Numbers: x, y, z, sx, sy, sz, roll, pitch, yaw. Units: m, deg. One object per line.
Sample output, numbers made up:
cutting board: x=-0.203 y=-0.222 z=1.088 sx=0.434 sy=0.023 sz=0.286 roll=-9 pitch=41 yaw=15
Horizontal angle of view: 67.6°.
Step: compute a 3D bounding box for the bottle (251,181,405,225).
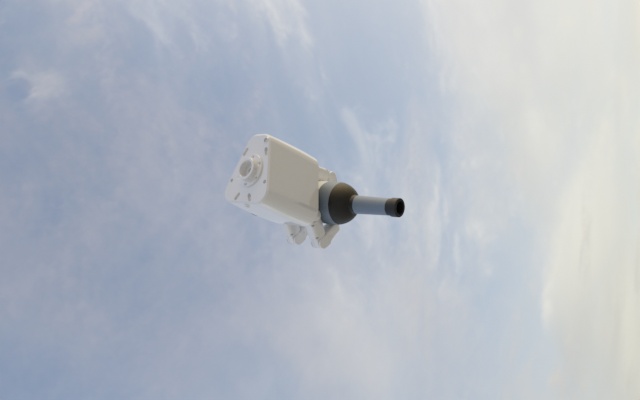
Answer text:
bottle: x=0.000 y=0.002 z=0.758 sx=0.295 sy=0.069 sz=0.069 roll=4 pitch=3 yaw=41
